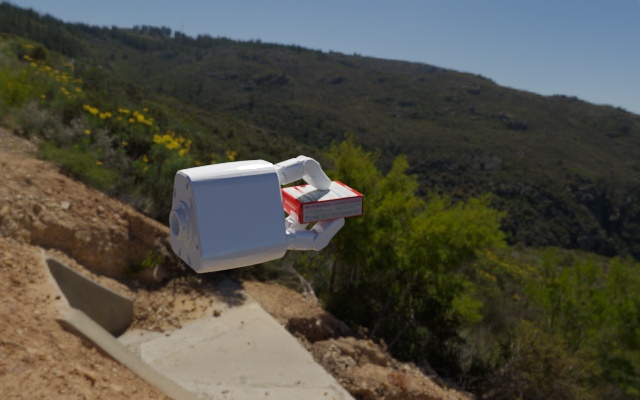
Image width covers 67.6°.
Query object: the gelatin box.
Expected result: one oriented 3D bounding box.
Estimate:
[{"bbox_3d":[0.000,0.002,0.619,0.089,0.030,0.073,-9,19,-23],"label":"gelatin box"}]
